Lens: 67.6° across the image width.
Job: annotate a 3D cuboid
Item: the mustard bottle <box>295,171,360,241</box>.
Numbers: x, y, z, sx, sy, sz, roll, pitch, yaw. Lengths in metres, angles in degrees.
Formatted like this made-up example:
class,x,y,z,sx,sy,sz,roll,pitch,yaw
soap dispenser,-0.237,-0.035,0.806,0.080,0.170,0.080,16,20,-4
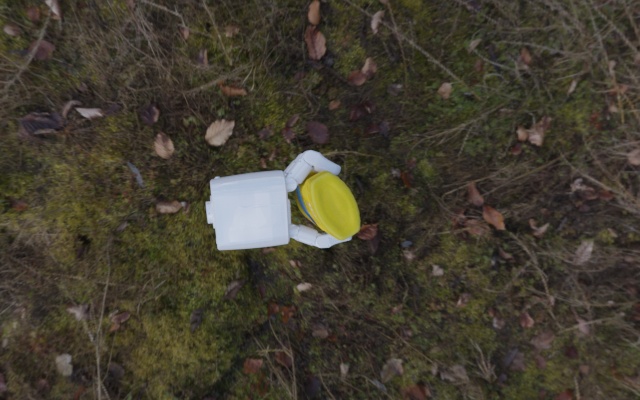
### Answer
class,x,y,z,sx,sy,sz,roll,pitch,yaw
mustard bottle,0.000,0.002,0.726,0.058,0.096,0.191,-32,10,-9
